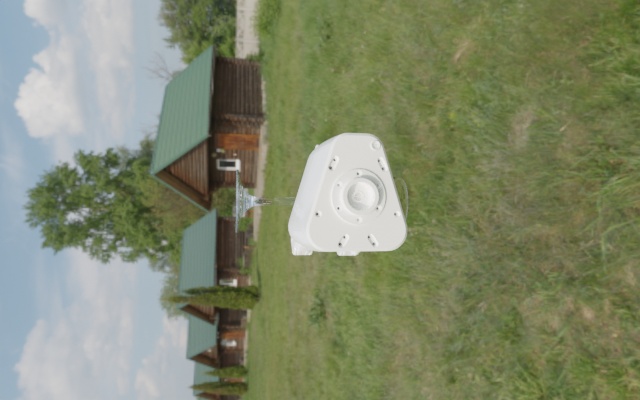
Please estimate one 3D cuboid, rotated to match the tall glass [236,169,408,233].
[{"bbox_3d":[-0.001,0.002,0.573,0.201,0.079,0.079,0,0,-10],"label":"tall glass"}]
